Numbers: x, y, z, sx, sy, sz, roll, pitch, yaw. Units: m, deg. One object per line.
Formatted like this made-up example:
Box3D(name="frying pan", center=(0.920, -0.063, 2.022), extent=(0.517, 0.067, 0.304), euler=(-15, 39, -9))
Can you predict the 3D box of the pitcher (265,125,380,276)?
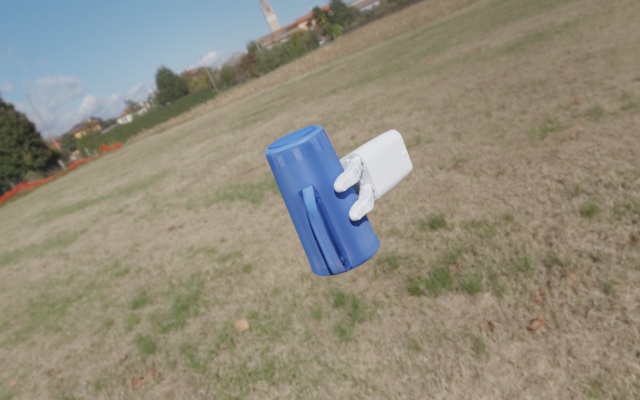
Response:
Box3D(name="pitcher", center=(0.000, 0.003, 0.819), extent=(0.145, 0.243, 0.149), euler=(-35, 19, -30))
